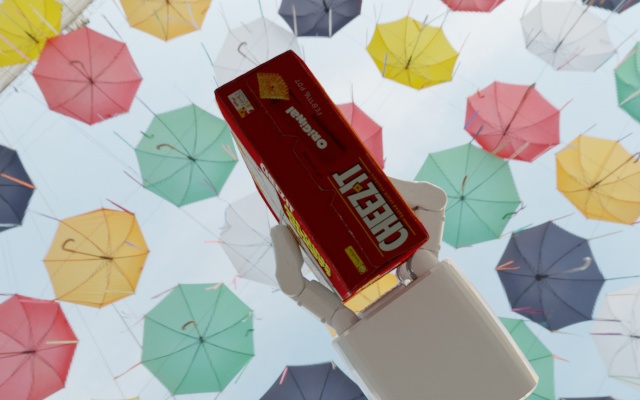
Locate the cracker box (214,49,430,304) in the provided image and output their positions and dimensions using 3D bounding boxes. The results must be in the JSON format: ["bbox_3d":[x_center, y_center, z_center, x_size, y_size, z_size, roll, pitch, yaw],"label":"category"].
[{"bbox_3d":[0.000,0.001,0.406,0.072,0.164,0.214,-33,-12,-9],"label":"cracker box"}]
